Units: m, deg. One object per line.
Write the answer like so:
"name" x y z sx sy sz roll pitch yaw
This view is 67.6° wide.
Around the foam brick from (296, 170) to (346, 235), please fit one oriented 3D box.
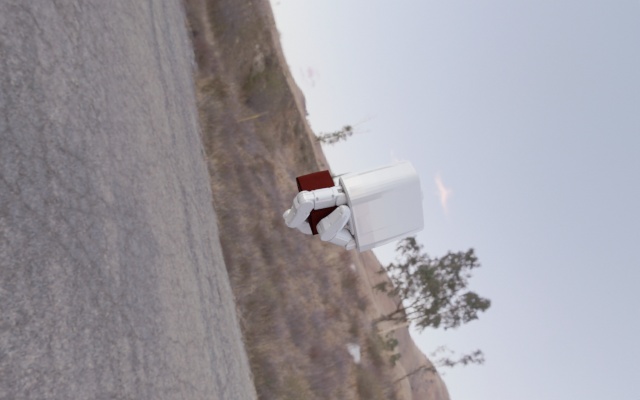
"foam brick" 0.000 0.002 0.708 0.051 0.078 0.053 -16 -41 -5
